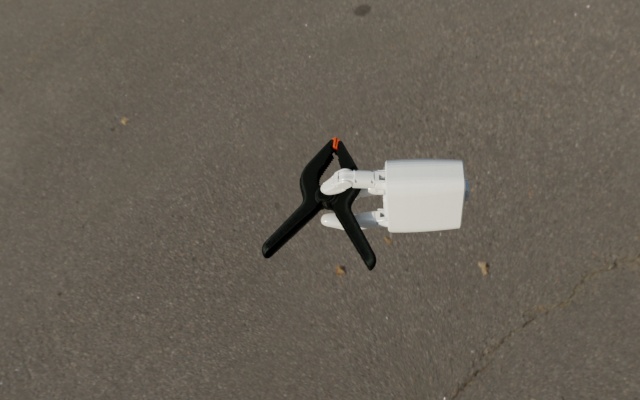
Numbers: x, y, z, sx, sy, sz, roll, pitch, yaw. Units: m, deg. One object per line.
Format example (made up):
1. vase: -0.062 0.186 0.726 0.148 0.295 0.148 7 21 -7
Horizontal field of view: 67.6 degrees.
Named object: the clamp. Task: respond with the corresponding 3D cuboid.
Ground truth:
1. clamp: 0.000 0.001 0.712 0.164 0.210 0.036 -1 -25 7
